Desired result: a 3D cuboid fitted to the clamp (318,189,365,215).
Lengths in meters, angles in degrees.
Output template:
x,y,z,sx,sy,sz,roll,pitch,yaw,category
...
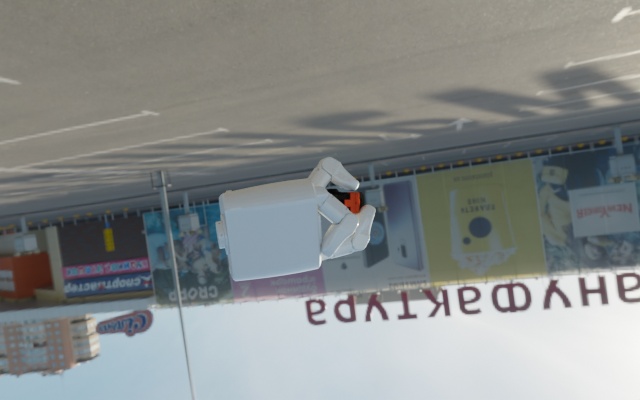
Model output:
x,y,z,sx,sy,sz,roll,pitch,yaw,category
0.000,0.003,0.676,0.120,0.039,0.171,-9,1,-15,clamp
